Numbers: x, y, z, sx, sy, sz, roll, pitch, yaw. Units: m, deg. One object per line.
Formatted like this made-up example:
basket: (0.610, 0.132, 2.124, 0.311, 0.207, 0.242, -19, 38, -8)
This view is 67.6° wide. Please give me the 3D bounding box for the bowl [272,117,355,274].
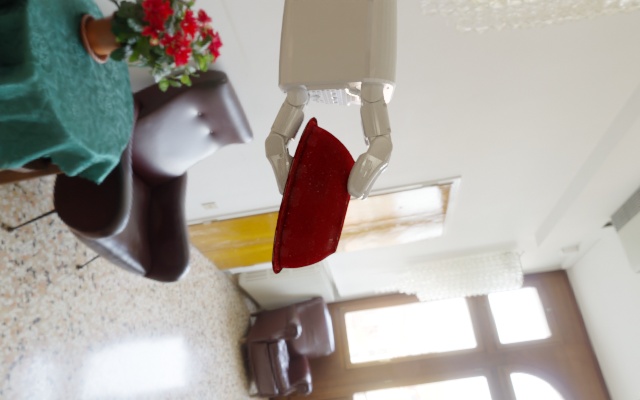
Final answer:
bowl: (0.000, 0.003, 0.480, 0.055, 0.162, 0.162, 14, 1, 4)
